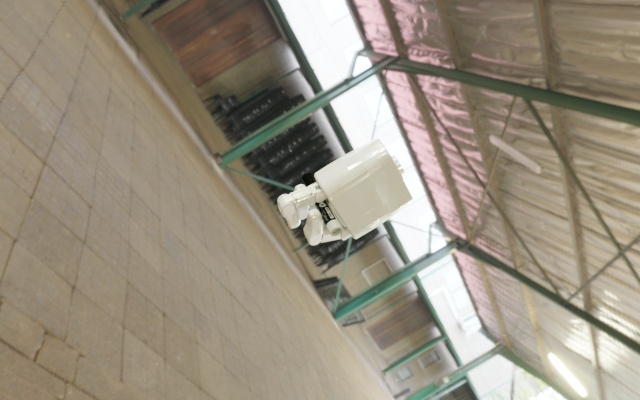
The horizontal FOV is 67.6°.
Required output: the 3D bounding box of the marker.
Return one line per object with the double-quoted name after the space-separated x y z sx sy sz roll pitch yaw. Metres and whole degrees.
0.000 0.002 0.686 0.020 0.020 0.121 0 42 -30 "marker"
